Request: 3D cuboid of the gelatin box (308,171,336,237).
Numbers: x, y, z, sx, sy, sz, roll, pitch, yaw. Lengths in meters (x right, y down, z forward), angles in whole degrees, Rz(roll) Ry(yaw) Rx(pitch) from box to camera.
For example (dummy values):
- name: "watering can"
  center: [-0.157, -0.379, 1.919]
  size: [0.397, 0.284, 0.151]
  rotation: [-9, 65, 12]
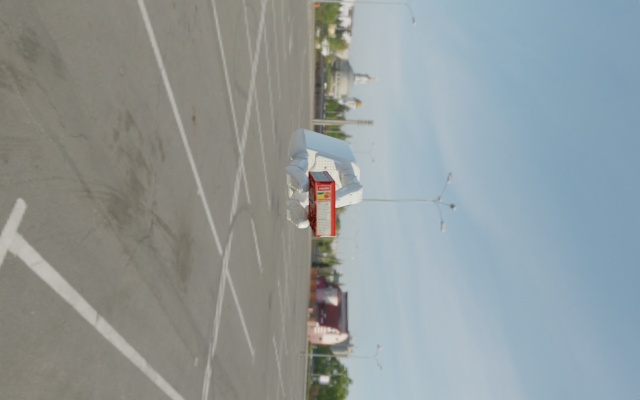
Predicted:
- name: "gelatin box"
  center: [0.001, 0.002, 0.643]
  size: [0.030, 0.073, 0.089]
  rotation: [-2, 13, -7]
